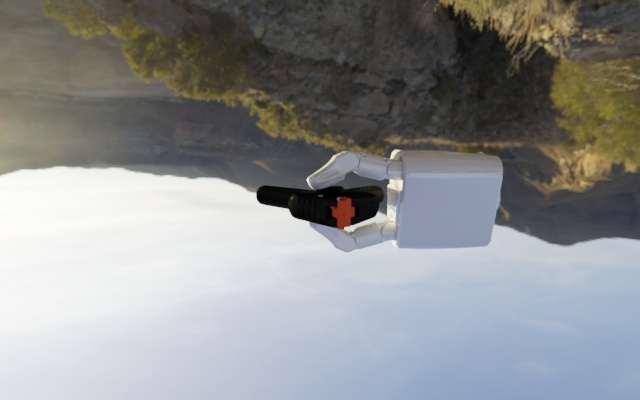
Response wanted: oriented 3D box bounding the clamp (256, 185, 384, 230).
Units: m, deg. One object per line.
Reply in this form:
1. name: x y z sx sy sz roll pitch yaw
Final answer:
1. clamp: 0.000 0.003 0.532 0.164 0.036 0.210 0 6 0
